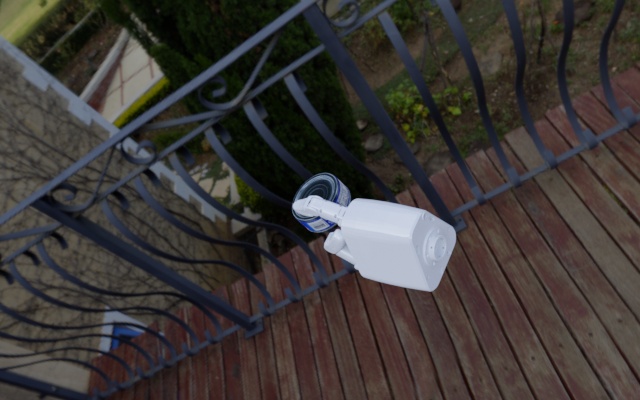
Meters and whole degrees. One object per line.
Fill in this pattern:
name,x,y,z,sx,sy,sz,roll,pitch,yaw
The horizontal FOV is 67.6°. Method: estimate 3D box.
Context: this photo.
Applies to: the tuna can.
tuna can,0.000,0.002,0.704,0.086,0.086,0.034,0,-32,43
